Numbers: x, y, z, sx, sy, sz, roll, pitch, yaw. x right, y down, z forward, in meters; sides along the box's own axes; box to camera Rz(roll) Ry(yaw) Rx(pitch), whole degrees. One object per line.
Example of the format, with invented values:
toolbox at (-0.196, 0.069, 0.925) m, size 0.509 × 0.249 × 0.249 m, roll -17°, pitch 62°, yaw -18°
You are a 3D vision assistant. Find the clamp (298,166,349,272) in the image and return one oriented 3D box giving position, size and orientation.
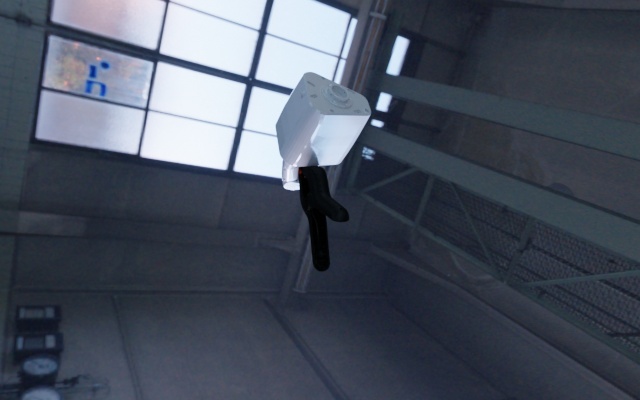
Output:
clamp at (0.001, 0.002, 0.690) m, size 0.039 × 0.171 × 0.120 m, roll 2°, pitch -36°, yaw -26°
